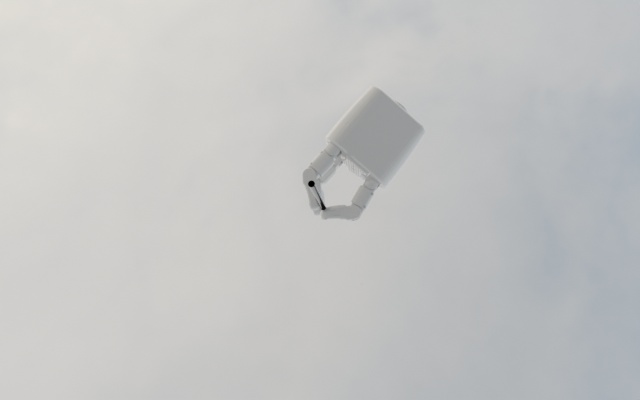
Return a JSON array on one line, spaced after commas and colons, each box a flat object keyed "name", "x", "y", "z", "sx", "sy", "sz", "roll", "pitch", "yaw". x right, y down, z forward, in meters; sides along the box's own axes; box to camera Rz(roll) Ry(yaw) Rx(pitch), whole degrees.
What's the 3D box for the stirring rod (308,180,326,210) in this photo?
[{"name": "stirring rod", "x": 0.000, "y": 0.002, "z": 0.650, "sx": 0.011, "sy": 0.011, "sz": 0.239, "roll": 0, "pitch": -10, "yaw": 5}]
